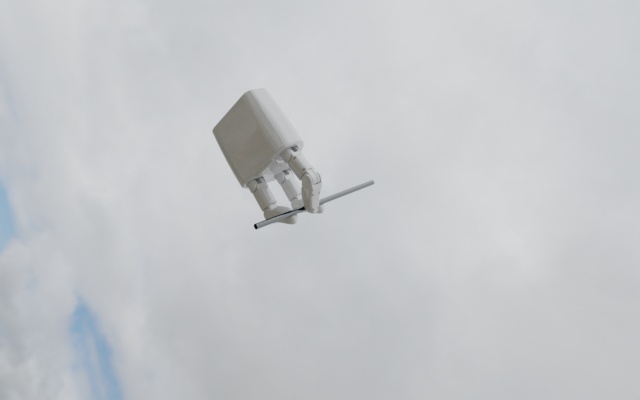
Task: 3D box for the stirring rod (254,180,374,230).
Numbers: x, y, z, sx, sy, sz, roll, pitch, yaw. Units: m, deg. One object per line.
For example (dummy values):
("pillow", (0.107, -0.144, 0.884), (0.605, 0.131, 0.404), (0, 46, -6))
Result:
("stirring rod", (0.000, 0.002, 0.702), (0.239, 0.011, 0.011), (-21, 14, -41))
